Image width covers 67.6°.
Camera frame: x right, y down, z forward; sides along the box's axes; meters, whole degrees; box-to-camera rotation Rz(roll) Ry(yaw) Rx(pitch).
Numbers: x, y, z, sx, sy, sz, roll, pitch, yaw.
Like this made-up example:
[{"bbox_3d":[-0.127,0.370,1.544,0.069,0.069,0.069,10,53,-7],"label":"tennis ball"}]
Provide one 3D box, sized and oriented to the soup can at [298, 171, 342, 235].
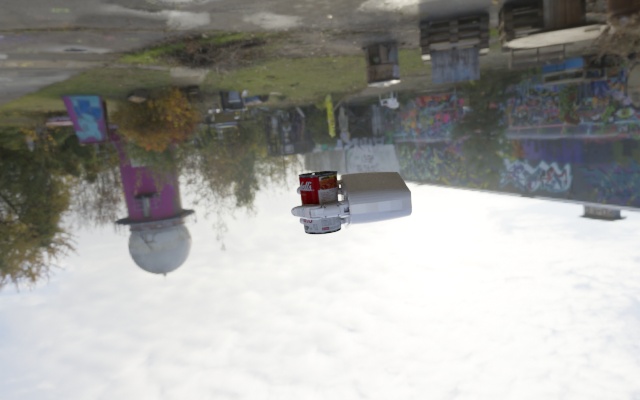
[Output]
[{"bbox_3d":[0.000,0.003,0.827,0.068,0.102,0.068,-5,8,1],"label":"soup can"}]
